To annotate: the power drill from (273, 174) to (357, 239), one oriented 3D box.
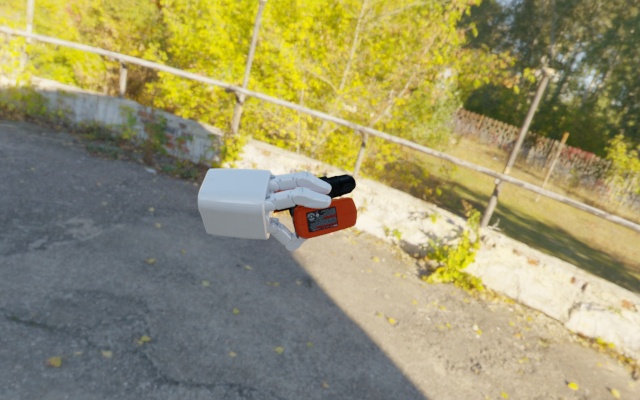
[{"bbox_3d":[0.000,0.003,0.854,0.184,0.057,0.187,-15,17,-12],"label":"power drill"}]
